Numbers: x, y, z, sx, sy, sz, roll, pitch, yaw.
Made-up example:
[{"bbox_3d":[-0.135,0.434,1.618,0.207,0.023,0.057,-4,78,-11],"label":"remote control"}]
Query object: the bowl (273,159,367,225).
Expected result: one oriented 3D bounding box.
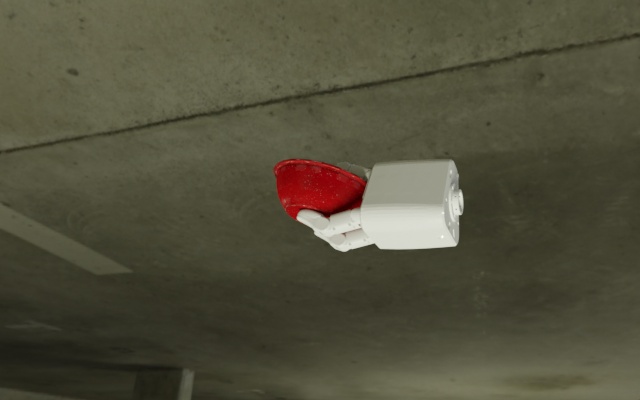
[{"bbox_3d":[-0.001,0.003,0.695,0.162,0.055,0.162,16,-19,6],"label":"bowl"}]
